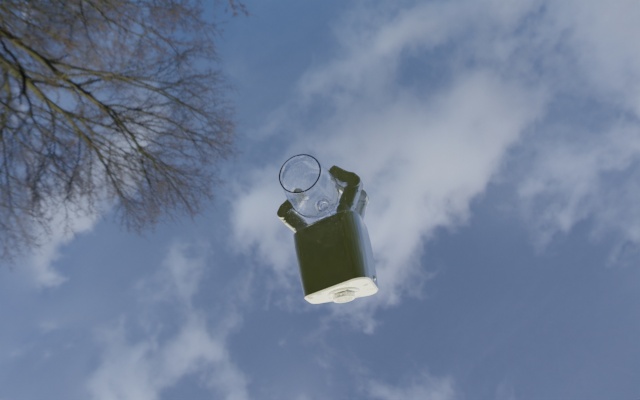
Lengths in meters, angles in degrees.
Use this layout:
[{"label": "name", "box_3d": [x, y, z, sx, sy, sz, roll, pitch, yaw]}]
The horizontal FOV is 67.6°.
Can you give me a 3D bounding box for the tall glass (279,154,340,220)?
[{"label": "tall glass", "box_3d": [0.000, 0.003, 0.748, 0.079, 0.079, 0.201, 0, -24, 19]}]
